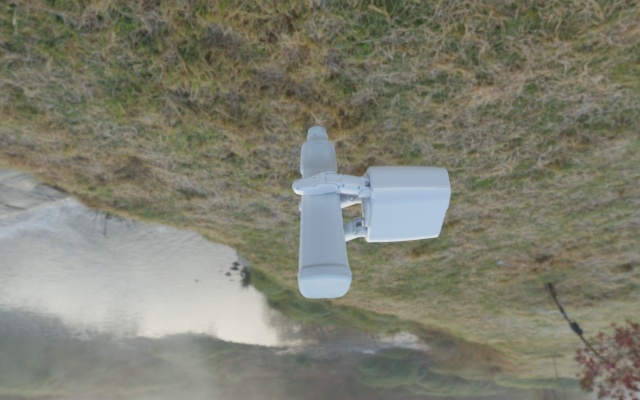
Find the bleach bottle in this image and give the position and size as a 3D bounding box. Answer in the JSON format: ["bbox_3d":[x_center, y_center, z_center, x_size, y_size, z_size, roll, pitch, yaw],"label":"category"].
[{"bbox_3d":[0.000,0.002,0.669,0.068,0.250,0.103,-2,-26,-2],"label":"bleach bottle"}]
